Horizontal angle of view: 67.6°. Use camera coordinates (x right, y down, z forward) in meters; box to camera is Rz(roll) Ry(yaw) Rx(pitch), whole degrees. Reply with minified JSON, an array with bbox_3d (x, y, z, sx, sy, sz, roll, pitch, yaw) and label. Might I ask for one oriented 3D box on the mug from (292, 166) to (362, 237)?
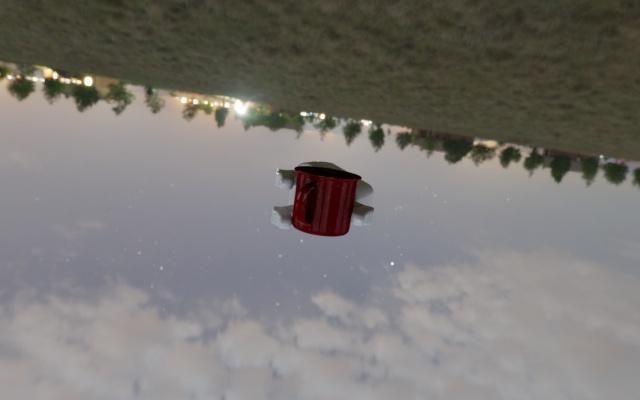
[{"bbox_3d":[0.000,0.002,0.643,0.093,0.081,0.117,13,12,22],"label":"mug"}]
